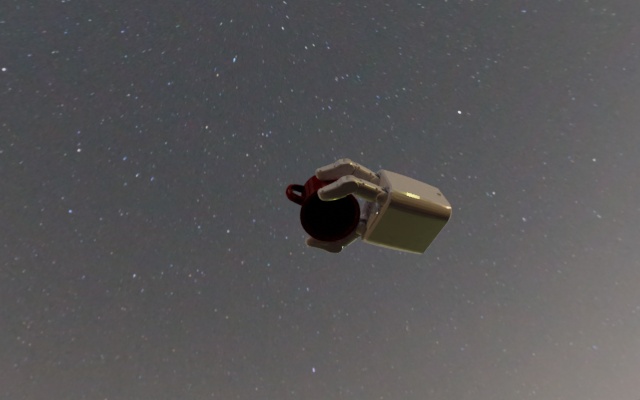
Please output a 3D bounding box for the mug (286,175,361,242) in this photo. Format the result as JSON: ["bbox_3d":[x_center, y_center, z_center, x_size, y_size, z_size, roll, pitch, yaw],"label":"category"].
[{"bbox_3d":[-0.001,0.002,0.757,0.117,0.093,0.081,17,22,-13],"label":"mug"}]
